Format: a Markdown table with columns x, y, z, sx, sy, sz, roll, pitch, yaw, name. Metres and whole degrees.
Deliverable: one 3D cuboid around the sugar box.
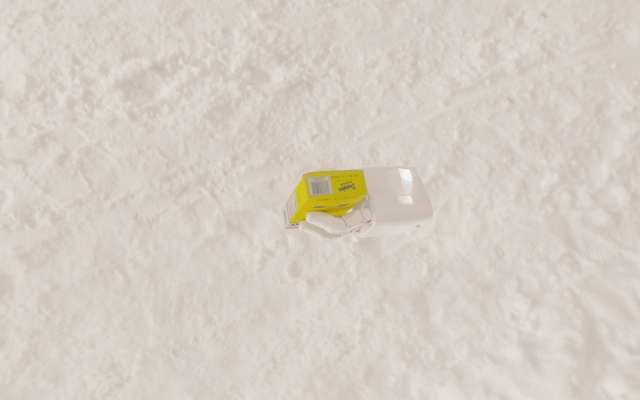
| x | y | z | sx | sy | sz | roll | pitch | yaw | name |
| --- | --- | --- | --- | --- | --- | --- | --- | --- | --- |
| 0.000 | 0.003 | 0.758 | 0.093 | 0.048 | 0.176 | -4 | -19 | -16 | sugar box |
